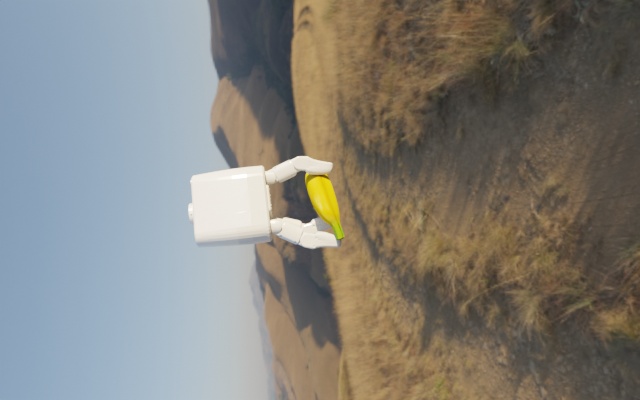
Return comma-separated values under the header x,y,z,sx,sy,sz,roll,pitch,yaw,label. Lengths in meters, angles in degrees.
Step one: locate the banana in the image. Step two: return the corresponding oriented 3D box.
x,y,z,sx,sy,sz,roll,pitch,yaw,label
-0.002,-0.013,0.741,0.037,0.070,0.197,-10,27,-5,banana
